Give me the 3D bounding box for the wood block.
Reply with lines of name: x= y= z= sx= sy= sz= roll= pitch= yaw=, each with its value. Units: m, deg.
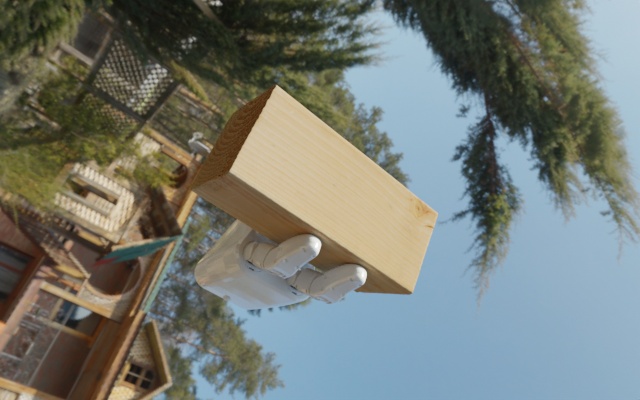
wood block: x=0.000 y=0.001 z=0.446 sx=0.206 sy=0.090 sz=0.090 roll=35 pitch=-25 yaw=-26
